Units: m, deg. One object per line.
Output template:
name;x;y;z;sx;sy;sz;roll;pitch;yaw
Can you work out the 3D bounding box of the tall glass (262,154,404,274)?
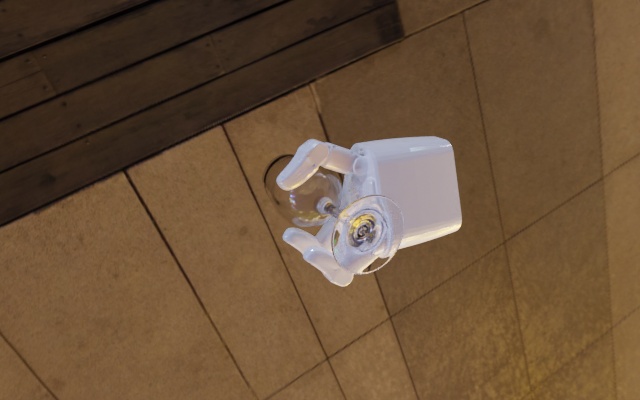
tall glass;0.000;0.002;0.502;0.079;0.079;0.201;0;17;-27
